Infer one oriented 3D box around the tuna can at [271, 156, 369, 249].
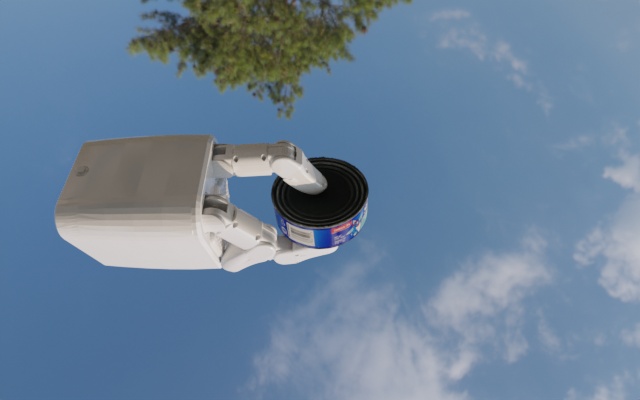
[{"bbox_3d":[0.000,0.002,0.430,0.086,0.086,0.034,0,-43,4],"label":"tuna can"}]
